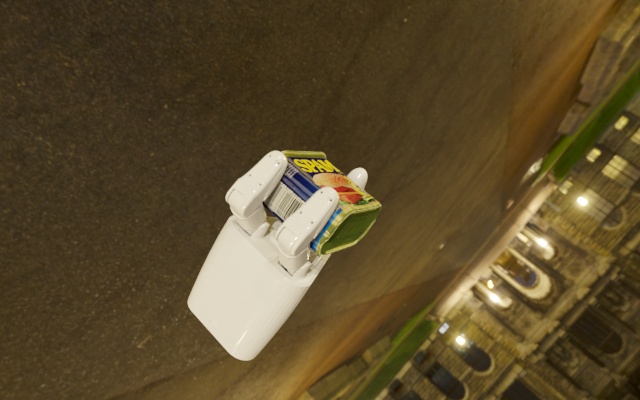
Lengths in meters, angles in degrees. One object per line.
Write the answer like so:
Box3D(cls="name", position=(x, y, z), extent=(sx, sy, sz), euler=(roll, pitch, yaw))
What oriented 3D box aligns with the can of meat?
Box3D(cls="can of meat", position=(0.000, 0.002, 0.443), extent=(0.084, 0.057, 0.102), euler=(41, 21, 20))
